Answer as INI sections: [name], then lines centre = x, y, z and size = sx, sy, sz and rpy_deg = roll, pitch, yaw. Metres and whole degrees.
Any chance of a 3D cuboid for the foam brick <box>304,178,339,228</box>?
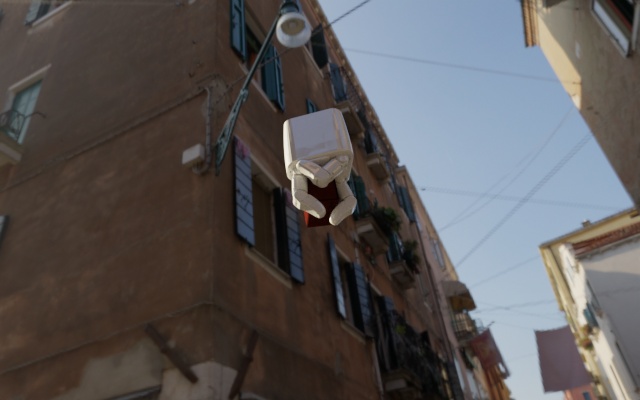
[foam brick]
centre = 0.000, 0.003, 0.824
size = 0.053, 0.051, 0.078
rpy_deg = -5, -36, -9
